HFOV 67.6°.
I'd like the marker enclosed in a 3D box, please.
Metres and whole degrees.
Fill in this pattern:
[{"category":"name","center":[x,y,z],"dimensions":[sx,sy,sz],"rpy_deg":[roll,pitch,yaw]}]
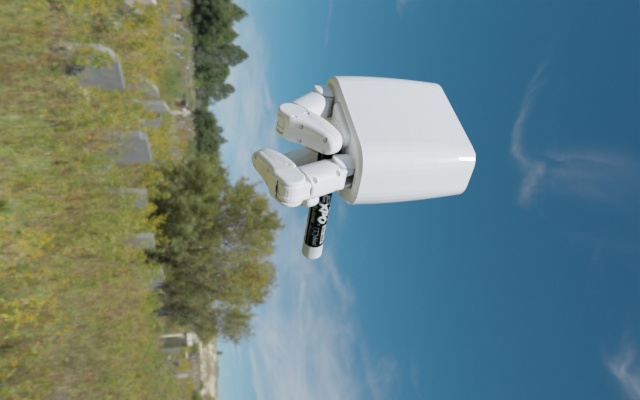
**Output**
[{"category":"marker","center":[0.000,0.001,0.414],"dimensions":[0.020,0.121,0.020],"rpy_deg":[6,36,-5]}]
